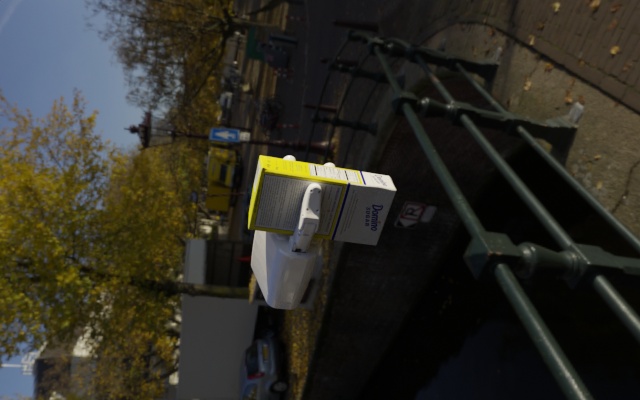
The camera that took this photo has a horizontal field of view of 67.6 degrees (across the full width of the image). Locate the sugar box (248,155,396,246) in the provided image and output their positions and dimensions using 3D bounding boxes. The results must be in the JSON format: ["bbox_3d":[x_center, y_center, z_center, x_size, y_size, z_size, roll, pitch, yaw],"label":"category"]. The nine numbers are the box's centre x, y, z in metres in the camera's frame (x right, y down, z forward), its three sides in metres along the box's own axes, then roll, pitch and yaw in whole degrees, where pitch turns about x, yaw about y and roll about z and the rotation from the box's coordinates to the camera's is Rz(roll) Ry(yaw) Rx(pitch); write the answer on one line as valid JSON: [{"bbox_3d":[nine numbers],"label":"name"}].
[{"bbox_3d":[0.000,0.002,0.626,0.176,0.093,0.048,8,31,-14],"label":"sugar box"}]
